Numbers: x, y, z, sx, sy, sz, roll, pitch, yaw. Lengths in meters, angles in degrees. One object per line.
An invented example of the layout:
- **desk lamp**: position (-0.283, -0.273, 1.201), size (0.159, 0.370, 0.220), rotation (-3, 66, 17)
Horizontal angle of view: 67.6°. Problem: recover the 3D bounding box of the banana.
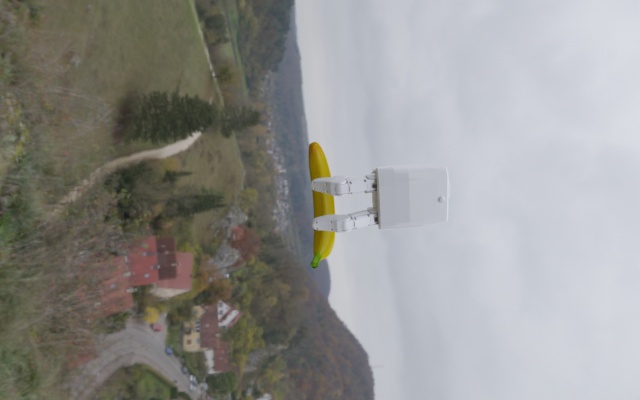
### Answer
- **banana**: position (0.003, 0.007, 0.770), size (0.037, 0.198, 0.069), rotation (-3, -4, 9)
